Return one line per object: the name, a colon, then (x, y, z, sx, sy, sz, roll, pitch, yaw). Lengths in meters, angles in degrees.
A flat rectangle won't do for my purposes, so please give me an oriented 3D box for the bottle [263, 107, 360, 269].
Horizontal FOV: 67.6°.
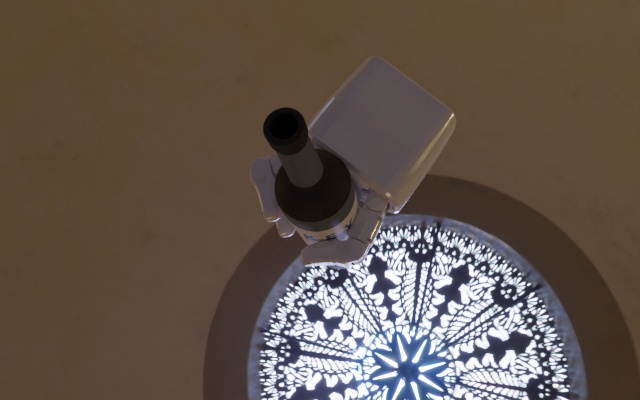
bottle: (0.000, 0.002, 0.437, 0.069, 0.069, 0.296, 0, -19, 10)
